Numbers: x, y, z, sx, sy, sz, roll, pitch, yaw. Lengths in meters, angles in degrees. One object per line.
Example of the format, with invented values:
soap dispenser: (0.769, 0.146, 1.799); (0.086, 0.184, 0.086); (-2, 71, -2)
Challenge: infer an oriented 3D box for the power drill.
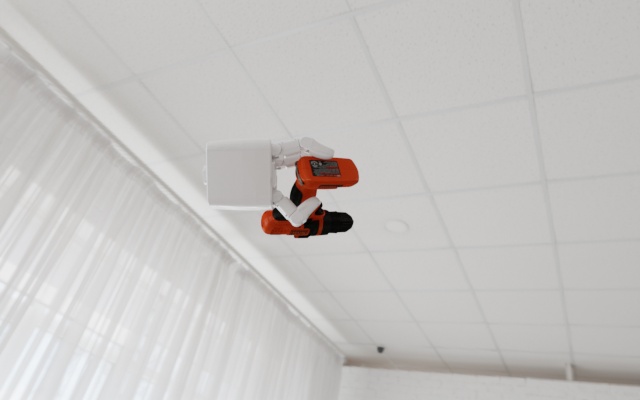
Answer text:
power drill: (0.000, 0.002, 0.854); (0.184, 0.057, 0.188); (-1, -37, -24)
